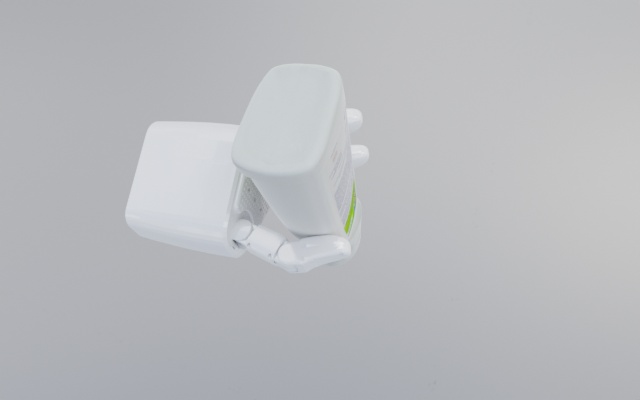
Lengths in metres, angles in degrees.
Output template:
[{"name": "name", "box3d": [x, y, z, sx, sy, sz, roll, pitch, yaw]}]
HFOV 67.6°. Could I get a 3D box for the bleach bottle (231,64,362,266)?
[{"name": "bleach bottle", "box3d": [0.000, 0.001, 0.432, 0.068, 0.102, 0.251, 8, -28, 16]}]
